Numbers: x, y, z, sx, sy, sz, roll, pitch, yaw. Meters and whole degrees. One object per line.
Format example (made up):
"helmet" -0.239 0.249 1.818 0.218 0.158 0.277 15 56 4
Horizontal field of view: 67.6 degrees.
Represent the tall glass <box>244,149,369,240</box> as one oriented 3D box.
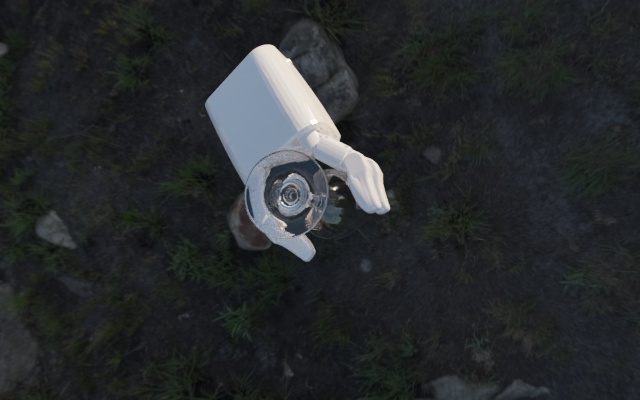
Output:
"tall glass" 0.000 0.002 0.486 0.079 0.079 0.201 0 -4 17
